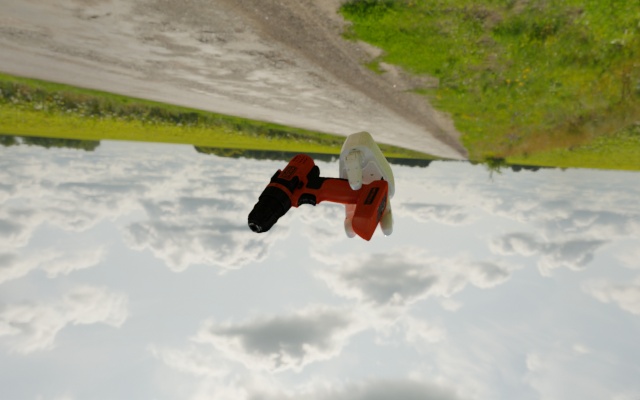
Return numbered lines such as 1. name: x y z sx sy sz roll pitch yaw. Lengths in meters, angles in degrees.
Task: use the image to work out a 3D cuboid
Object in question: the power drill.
1. power drill: 0.001 0.002 0.746 0.187 0.057 0.184 16 45 18
